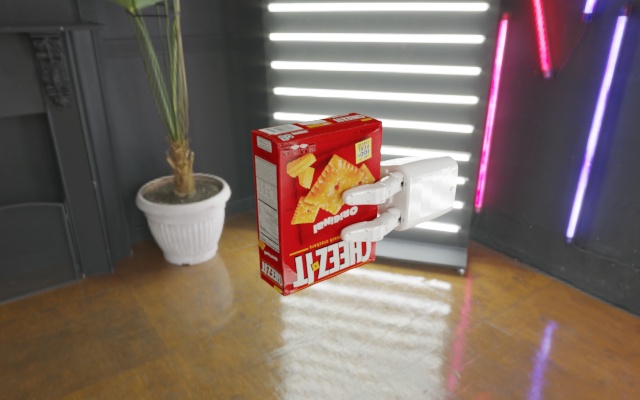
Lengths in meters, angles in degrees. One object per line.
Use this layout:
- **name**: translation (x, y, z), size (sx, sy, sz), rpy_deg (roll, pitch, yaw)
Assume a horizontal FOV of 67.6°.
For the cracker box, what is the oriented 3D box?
- **cracker box**: translation (0.000, 0.002, 0.642), size (0.164, 0.214, 0.072), rpy_deg (-16, 28, -32)
